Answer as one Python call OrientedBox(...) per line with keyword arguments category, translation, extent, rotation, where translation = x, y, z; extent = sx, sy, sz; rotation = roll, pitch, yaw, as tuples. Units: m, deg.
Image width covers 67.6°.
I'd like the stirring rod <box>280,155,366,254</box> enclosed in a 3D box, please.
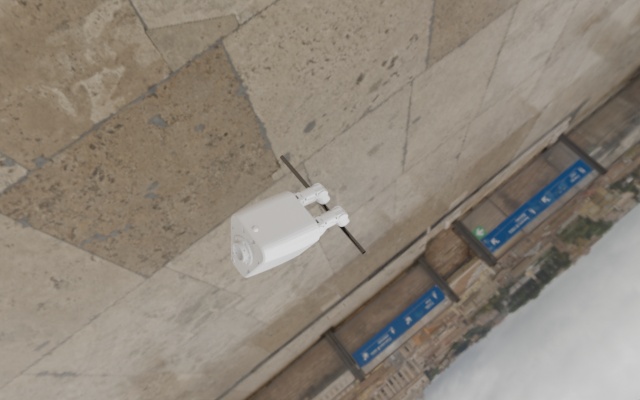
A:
OrientedBox(category="stirring rod", translation=(0.000, 0.003, 0.840), extent=(0.011, 0.239, 0.011), rotation=(-33, -24, -17))
